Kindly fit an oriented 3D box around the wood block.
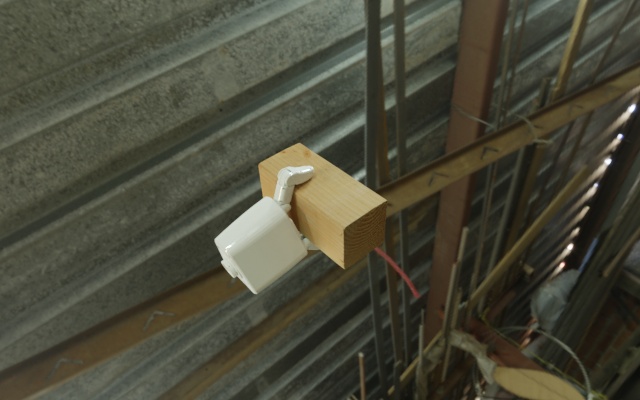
[{"bbox_3d":[0.000,0.002,0.764,0.090,0.091,0.206,-31,49,-28],"label":"wood block"}]
